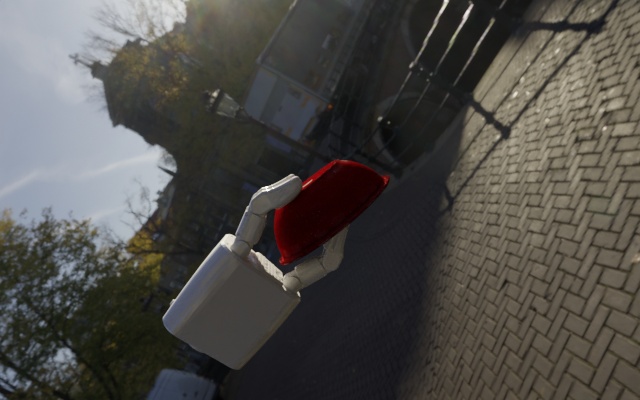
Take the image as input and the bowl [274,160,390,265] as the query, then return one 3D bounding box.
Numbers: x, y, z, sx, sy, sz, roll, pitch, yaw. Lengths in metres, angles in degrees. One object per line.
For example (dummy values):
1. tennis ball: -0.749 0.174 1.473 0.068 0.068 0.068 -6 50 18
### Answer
1. bowl: 0.001 0.001 0.553 0.162 0.055 0.162 -38 6 5
